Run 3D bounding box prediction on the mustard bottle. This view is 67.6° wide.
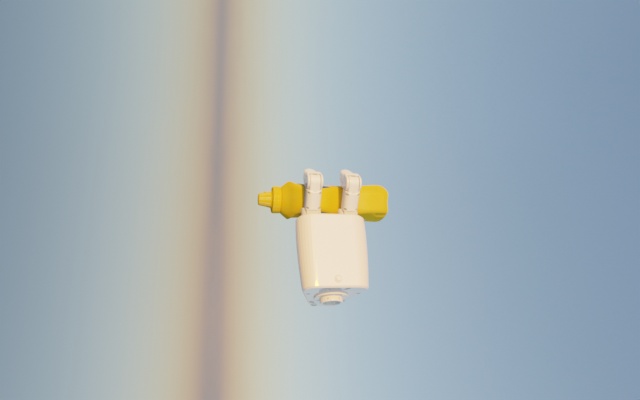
[{"bbox_3d":[0.000,0.002,0.734,0.191,0.058,0.096,2,-2,-12],"label":"mustard bottle"}]
